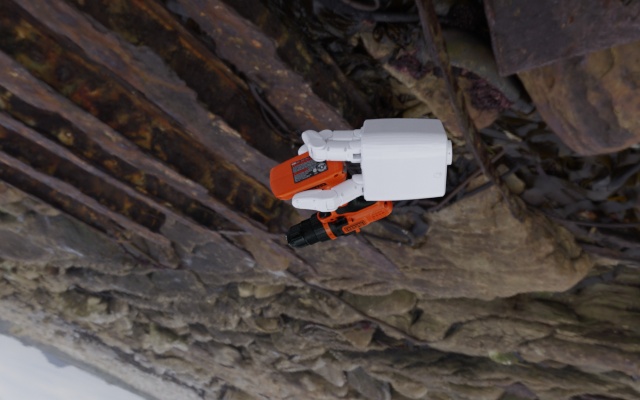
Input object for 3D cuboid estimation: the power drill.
[{"bbox_3d":[0.000,0.002,0.718,0.184,0.057,0.188,-25,-32,13],"label":"power drill"}]
